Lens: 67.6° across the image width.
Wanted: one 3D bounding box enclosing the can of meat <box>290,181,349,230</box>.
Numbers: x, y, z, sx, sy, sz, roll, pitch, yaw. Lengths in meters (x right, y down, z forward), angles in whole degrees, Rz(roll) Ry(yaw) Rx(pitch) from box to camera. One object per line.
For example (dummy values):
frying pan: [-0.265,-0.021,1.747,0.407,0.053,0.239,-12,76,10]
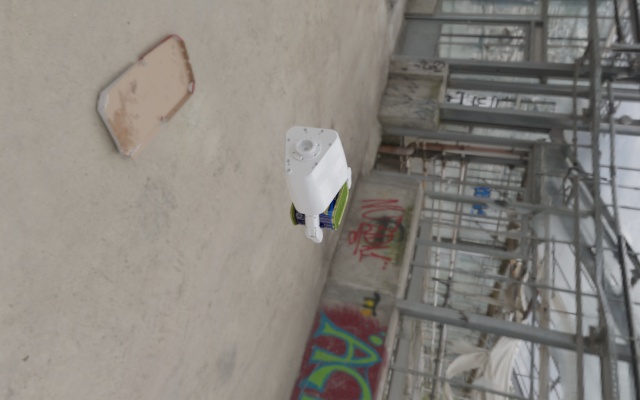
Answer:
can of meat: [0.000,0.003,0.892,0.084,0.102,0.057,8,-34,16]
